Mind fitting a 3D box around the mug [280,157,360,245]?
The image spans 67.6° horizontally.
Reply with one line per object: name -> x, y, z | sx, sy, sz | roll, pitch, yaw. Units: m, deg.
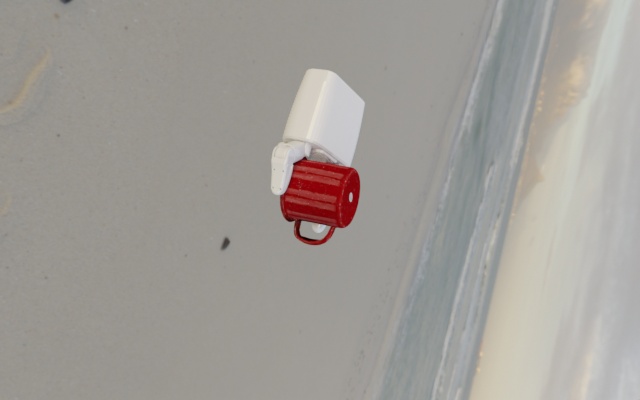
mug -> 0.000, 0.003, 0.634 | 0.081, 0.117, 0.093 | 11, -10, 21
